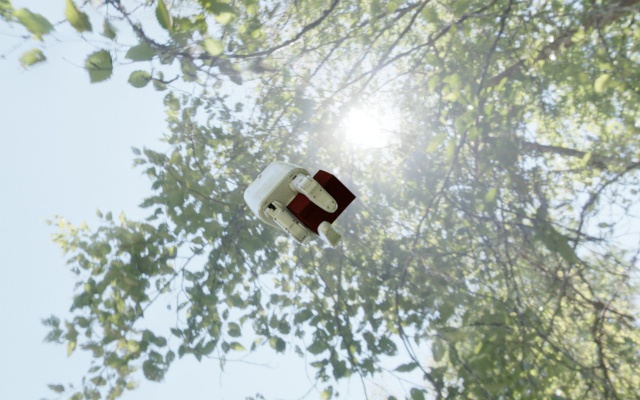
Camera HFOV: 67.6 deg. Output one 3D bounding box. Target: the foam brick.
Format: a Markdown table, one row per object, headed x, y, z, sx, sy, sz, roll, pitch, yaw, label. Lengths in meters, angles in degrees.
| x | y | z | sx | sy | sz | roll | pitch | yaw | label |
| --- | --- | --- | --- | --- | --- | --- | --- | --- | --- |
| 0.000 | 0.002 | 0.687 | 0.053 | 0.078 | 0.051 | 45 | -7 | -25 | foam brick |
